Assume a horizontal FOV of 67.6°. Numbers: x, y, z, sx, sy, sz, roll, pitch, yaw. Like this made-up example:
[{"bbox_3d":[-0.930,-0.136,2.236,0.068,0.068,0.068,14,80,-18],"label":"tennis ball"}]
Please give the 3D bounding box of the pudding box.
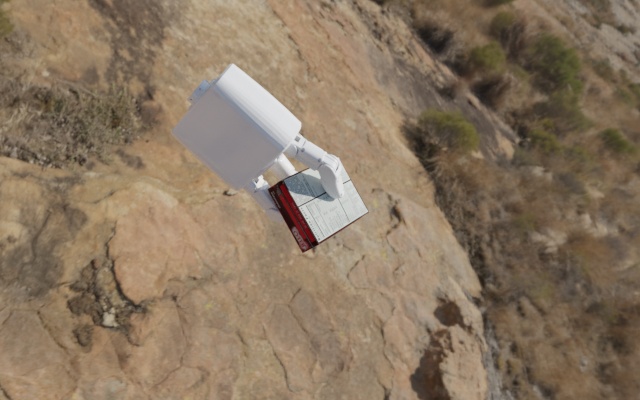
[{"bbox_3d":[0.000,0.002,0.603,0.113,0.090,0.039,-28,-1,-43],"label":"pudding box"}]
